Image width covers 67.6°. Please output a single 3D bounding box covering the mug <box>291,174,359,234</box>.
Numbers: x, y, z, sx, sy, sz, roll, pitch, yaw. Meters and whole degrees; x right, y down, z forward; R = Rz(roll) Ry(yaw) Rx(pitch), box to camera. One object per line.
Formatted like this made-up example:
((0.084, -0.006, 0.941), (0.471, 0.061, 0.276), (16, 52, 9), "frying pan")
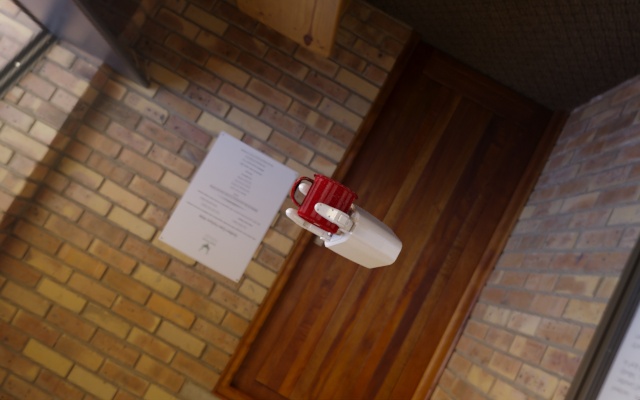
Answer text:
((-0.001, 0.002, 0.868), (0.117, 0.081, 0.093), (30, -7, -15), "mug")
